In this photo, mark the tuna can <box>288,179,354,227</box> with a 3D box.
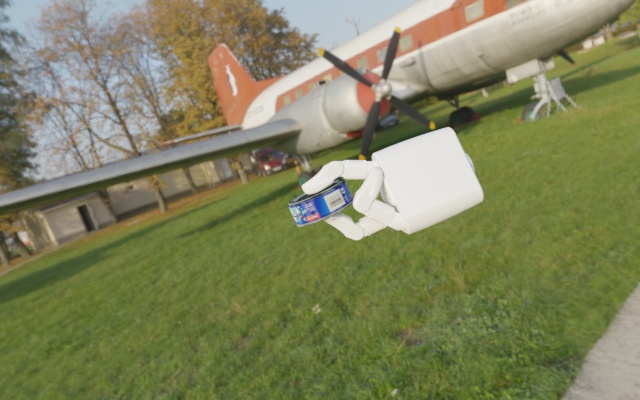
[{"bbox_3d":[0.000,0.002,0.649,0.086,0.034,0.086,-24,8,4],"label":"tuna can"}]
